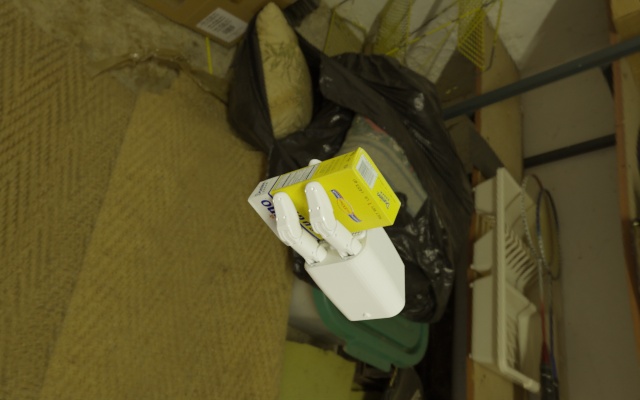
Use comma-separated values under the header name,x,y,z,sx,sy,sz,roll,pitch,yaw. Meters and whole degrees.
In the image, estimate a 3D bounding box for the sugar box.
name,x,y,z,sx,sy,sz,roll,pitch,yaw
sugar box,0.000,0.002,0.600,0.176,0.093,0.048,-18,31,37
